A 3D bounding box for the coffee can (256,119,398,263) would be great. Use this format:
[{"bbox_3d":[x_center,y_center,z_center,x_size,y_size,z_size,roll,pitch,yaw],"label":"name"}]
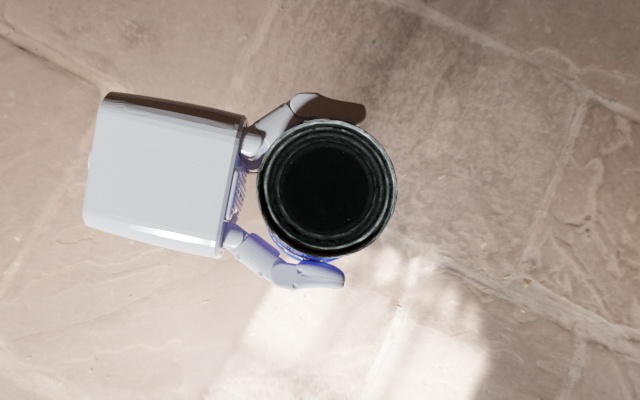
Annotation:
[{"bbox_3d":[0.000,0.001,0.409,0.103,0.103,0.140,0,-9,-4],"label":"coffee can"}]
